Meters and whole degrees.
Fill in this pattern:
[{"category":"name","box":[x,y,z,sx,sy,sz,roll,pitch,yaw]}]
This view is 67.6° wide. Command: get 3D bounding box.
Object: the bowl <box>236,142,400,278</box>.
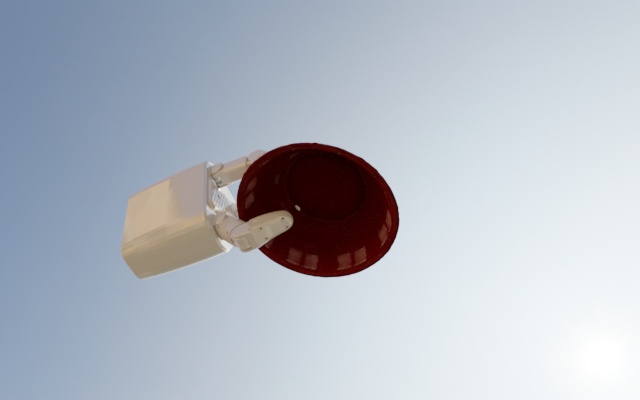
[{"category":"bowl","box":[0.001,0.001,0.487,0.162,0.162,0.055,0,34,13]}]
